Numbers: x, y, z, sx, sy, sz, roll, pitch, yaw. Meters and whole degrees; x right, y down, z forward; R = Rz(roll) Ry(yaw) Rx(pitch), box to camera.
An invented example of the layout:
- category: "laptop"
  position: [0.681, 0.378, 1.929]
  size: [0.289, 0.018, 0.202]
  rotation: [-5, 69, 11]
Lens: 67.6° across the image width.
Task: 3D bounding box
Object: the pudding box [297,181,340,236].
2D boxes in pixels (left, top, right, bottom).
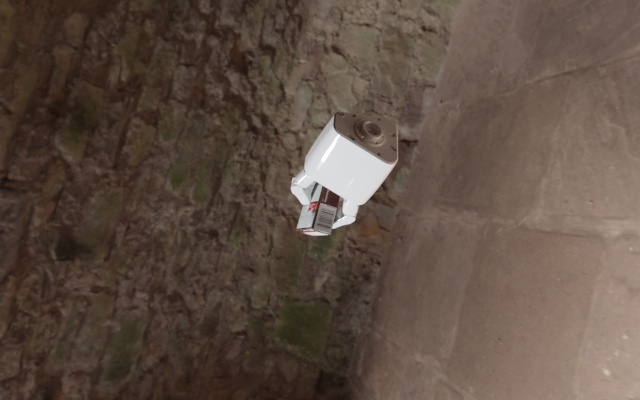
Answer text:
- category: "pudding box"
  position: [0.000, 0.003, 0.824]
  size: [0.039, 0.113, 0.090]
  rotation: [19, -11, -16]
